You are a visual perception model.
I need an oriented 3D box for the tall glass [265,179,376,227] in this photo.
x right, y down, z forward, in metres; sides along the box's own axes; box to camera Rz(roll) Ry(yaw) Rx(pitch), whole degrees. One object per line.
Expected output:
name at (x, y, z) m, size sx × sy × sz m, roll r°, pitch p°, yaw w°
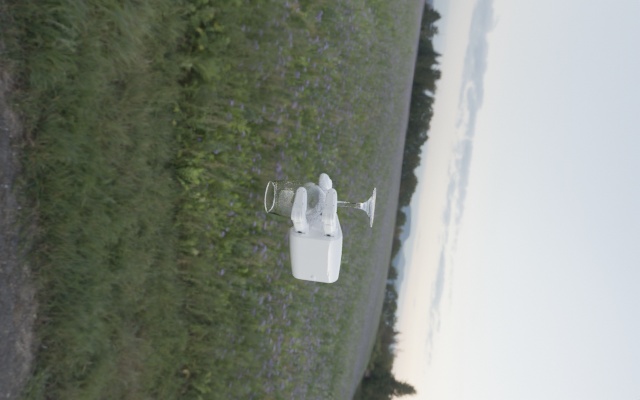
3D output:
tall glass at (0.001, 0.003, 0.898) m, size 0.201 × 0.079 × 0.079 m, roll 6°, pitch 1°, yaw 9°
